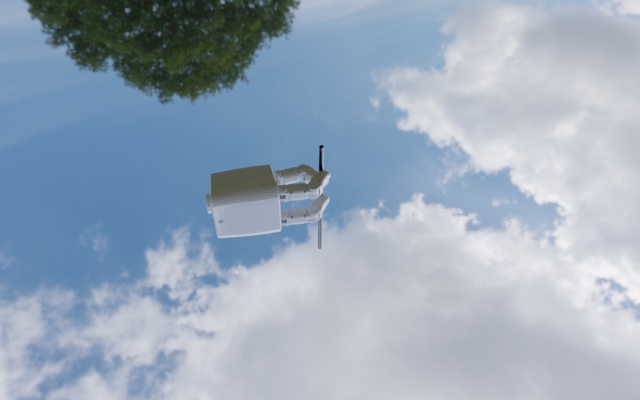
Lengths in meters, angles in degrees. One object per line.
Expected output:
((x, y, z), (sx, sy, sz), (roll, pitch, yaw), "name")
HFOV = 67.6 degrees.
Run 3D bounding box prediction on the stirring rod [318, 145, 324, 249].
((0.000, 0.003, 0.840), (0.011, 0.240, 0.011), (1, 43, -1), "stirring rod")
